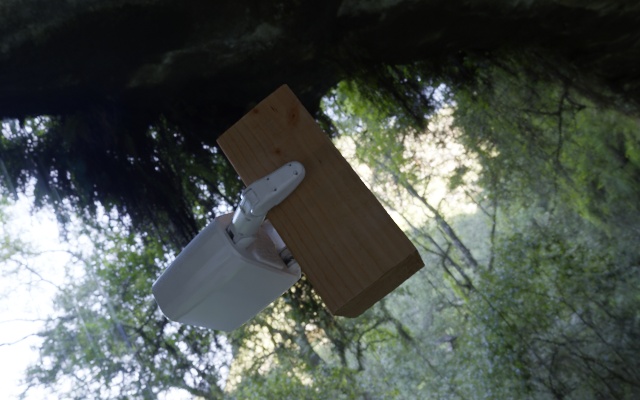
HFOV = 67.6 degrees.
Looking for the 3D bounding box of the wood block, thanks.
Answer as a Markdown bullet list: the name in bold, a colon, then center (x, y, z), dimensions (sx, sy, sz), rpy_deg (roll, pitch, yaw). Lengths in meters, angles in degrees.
- **wood block**: center (0.000, 0.002, 0.463), dimensions (0.090, 0.206, 0.091), rpy_deg (-38, -22, 4)
